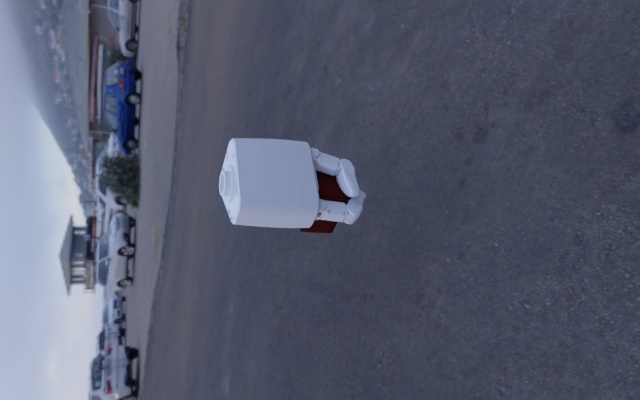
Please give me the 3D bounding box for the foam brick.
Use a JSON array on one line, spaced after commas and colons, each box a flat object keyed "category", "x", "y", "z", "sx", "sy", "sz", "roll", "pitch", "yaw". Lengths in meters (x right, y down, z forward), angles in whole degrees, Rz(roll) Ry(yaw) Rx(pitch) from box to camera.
[{"category": "foam brick", "x": 0.000, "y": 0.002, "z": 0.676, "sx": 0.051, "sy": 0.053, "sz": 0.078, "roll": 2, "pitch": -44, "yaw": -25}]
